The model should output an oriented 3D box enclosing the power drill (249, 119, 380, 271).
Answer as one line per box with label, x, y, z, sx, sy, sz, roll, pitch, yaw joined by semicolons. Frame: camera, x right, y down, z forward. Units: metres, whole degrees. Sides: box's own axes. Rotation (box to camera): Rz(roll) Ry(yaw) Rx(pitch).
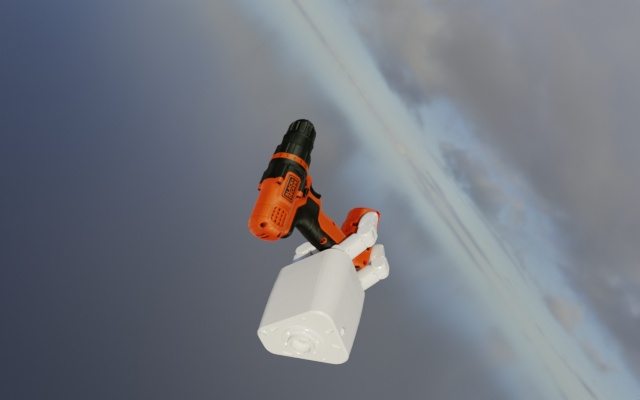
power drill;0.000;0.003;0.662;0.188;0.184;0.057;36;-31;-29
